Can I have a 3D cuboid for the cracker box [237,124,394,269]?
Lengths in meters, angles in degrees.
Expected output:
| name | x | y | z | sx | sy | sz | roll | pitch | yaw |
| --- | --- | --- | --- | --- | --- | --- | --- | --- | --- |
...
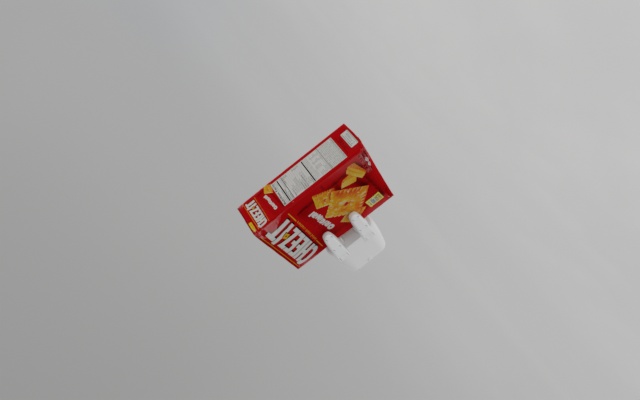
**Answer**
| name | x | y | z | sx | sy | sz | roll | pitch | yaw |
| --- | --- | --- | --- | --- | --- | --- | --- | --- | --- |
| cracker box | 0.000 | 0.002 | 0.778 | 0.214 | 0.072 | 0.164 | -39 | -35 | 2 |
